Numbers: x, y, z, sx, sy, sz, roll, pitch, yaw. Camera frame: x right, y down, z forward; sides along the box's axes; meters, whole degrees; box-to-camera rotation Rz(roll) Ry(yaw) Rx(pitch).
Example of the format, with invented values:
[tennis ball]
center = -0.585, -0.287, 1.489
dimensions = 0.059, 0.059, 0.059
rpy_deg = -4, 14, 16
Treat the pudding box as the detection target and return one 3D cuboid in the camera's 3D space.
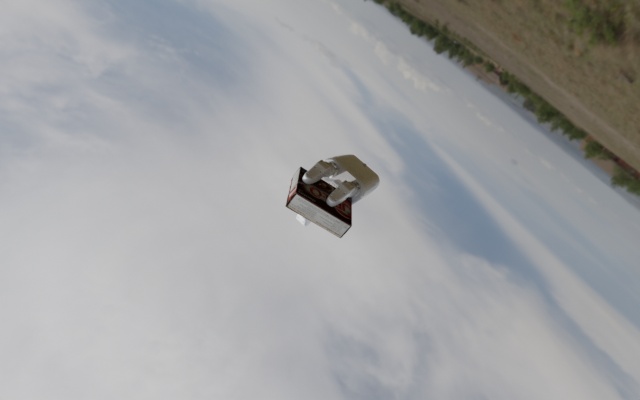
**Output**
[pudding box]
center = 0.000, 0.003, 0.808
dimensions = 0.113, 0.039, 0.090
rpy_deg = 29, 28, -14
